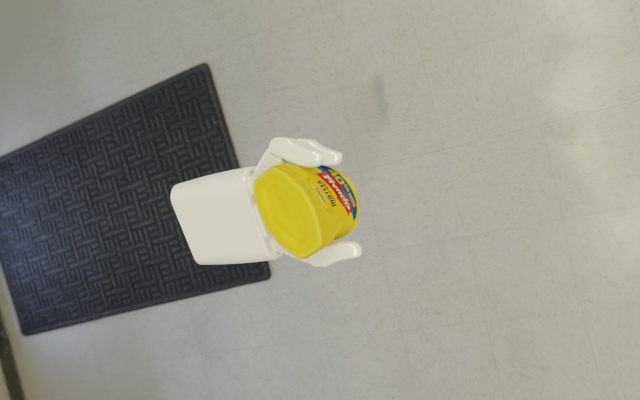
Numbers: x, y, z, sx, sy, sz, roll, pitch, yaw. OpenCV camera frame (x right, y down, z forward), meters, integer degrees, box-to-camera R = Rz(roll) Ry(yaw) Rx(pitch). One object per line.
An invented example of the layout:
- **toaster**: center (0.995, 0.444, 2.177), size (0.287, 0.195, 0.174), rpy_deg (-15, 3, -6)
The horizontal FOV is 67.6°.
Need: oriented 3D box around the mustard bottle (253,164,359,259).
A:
- **mustard bottle**: center (0.000, 0.002, 0.552), size (0.058, 0.096, 0.191), rpy_deg (-36, -7, 21)
